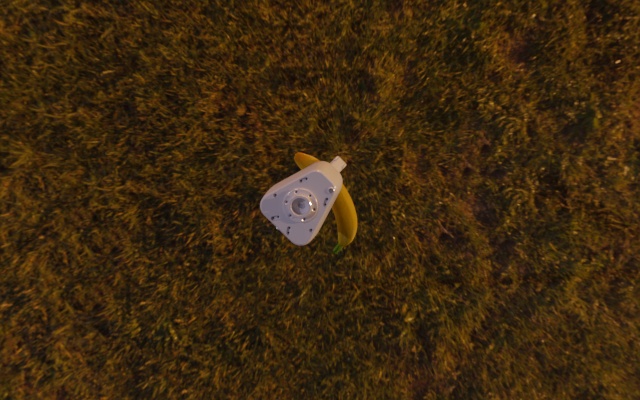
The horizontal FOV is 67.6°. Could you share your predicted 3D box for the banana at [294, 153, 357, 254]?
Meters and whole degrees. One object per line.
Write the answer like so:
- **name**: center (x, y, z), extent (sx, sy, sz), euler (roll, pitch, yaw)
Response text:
- **banana**: center (0.019, 0.000, 0.839), extent (0.069, 0.198, 0.037), euler (-20, 9, 12)
